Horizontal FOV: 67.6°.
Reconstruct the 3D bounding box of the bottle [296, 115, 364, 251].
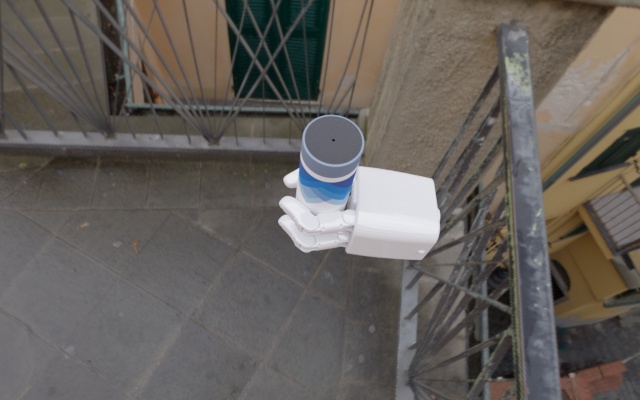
[{"bbox_3d":[0.000,0.002,0.637,0.069,0.069,0.296,0,-27,-6],"label":"bottle"}]
